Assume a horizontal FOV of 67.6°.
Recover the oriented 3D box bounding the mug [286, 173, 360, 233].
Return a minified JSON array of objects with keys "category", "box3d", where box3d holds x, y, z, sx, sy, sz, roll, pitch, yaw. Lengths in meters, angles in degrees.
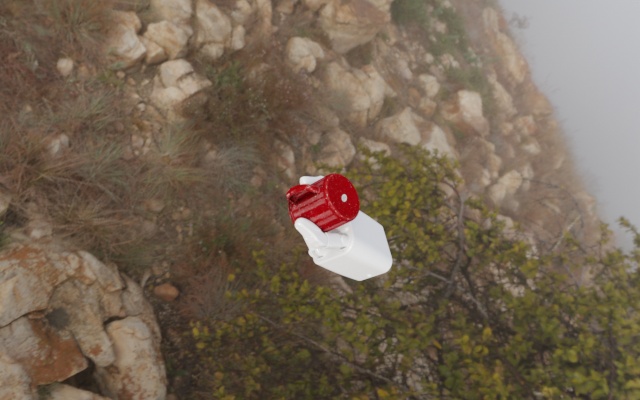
[{"category":"mug","box3d":[-0.001,0.002,0.760,0.117,0.093,0.081,28,-40,-35]}]
